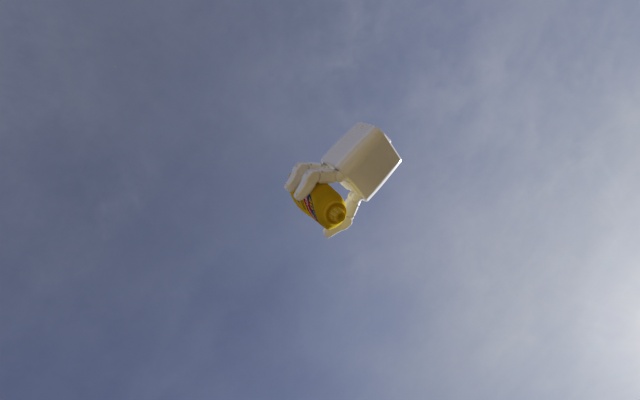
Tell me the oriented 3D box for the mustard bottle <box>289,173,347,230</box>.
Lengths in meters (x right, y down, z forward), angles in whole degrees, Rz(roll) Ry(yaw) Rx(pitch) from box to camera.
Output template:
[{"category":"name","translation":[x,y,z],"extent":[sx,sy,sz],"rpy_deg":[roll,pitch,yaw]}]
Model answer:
[{"category":"mustard bottle","translation":[0.000,0.003,0.888],"extent":[0.058,0.096,0.191],"rpy_deg":[-26,23,-14]}]
